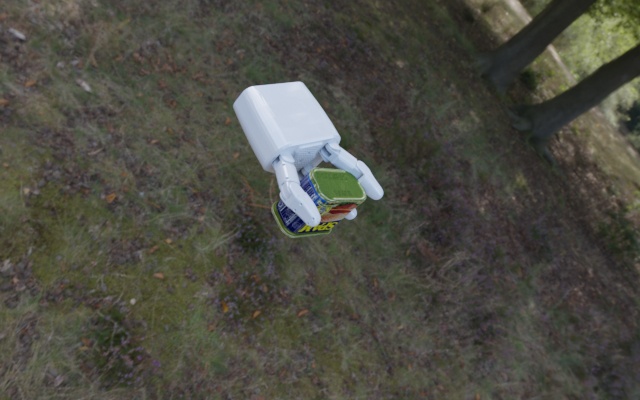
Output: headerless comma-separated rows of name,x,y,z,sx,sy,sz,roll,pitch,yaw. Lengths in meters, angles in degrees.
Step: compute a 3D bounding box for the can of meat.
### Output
can of meat,0.000,0.002,0.641,0.102,0.057,0.084,-1,-34,-49
